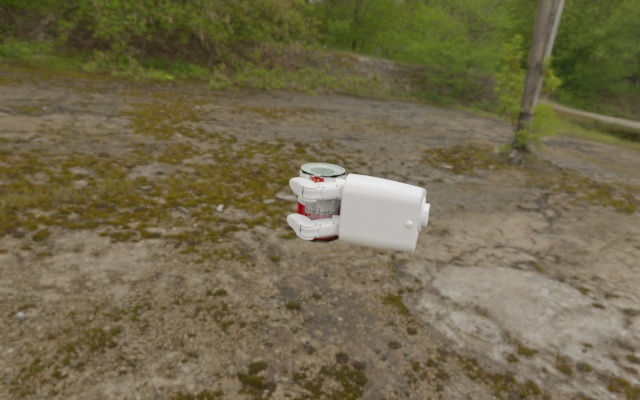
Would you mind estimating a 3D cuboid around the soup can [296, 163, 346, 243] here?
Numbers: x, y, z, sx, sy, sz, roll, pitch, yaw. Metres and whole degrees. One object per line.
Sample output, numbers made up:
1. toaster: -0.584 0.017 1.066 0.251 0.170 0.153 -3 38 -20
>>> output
1. soup can: 0.000 0.002 0.703 0.068 0.102 0.068 4 19 -1
